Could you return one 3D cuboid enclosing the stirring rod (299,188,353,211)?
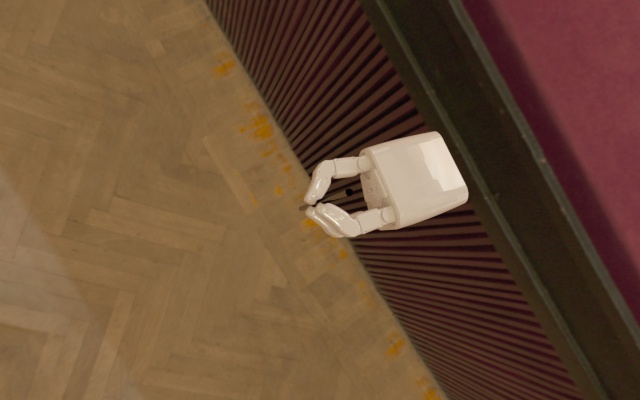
[{"bbox_3d":[0.000,0.002,0.589,0.011,0.011,0.239,0,-5,-14],"label":"stirring rod"}]
